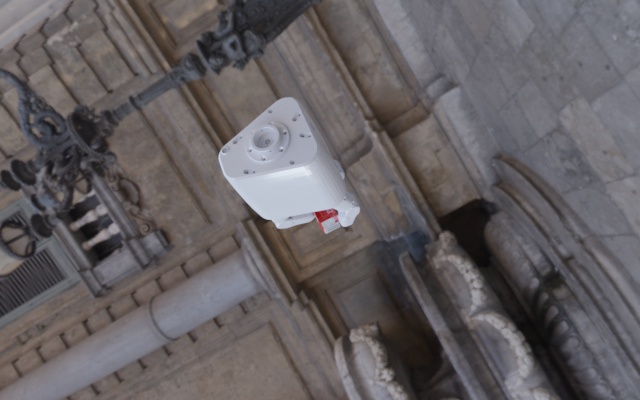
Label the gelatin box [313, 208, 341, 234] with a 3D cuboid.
[{"bbox_3d":[0.000,0.002,0.673,0.030,0.073,0.089,-26,-15,0],"label":"gelatin box"}]
